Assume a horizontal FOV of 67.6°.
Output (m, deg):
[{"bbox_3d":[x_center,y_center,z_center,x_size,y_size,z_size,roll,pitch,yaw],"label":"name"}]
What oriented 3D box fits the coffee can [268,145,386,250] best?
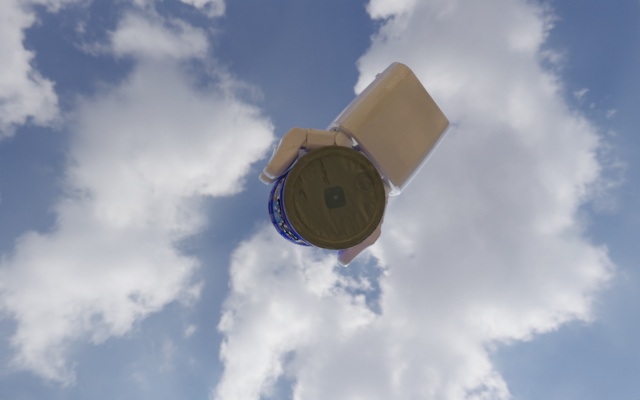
[{"bbox_3d":[0.000,0.002,0.530,0.103,0.103,0.140,0,-4,-12],"label":"coffee can"}]
